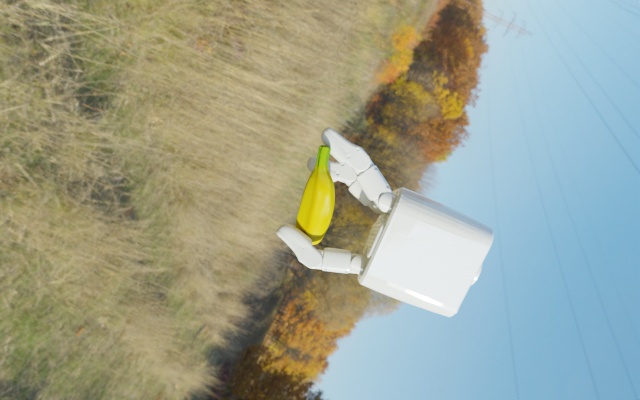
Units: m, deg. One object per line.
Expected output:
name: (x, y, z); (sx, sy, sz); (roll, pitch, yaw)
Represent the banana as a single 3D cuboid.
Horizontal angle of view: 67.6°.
banana: (-0.006, 0.016, 0.552); (0.037, 0.069, 0.198); (20, -26, 2)
